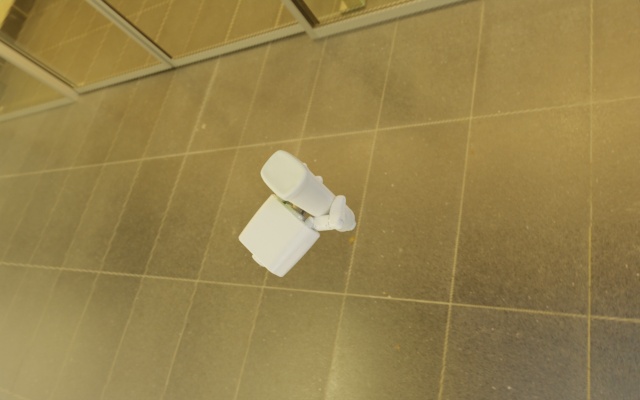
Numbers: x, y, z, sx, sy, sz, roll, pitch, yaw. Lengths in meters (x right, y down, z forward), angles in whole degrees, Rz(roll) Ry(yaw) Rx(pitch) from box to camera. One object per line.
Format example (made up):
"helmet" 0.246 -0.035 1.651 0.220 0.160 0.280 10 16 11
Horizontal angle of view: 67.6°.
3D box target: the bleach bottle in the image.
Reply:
"bleach bottle" 0.000 0.003 0.885 0.102 0.068 0.251 42 3 41
